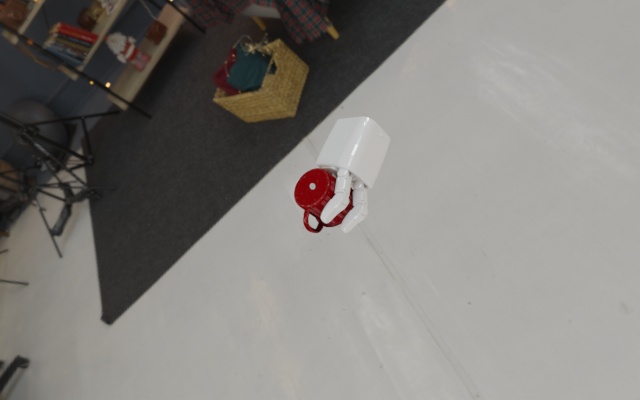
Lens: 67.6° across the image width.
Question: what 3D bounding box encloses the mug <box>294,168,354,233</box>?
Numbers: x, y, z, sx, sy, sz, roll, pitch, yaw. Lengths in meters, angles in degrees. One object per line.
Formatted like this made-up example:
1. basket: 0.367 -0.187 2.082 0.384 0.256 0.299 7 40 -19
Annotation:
1. mug: -0.001 0.004 0.881 0.093 0.117 0.081 13 -16 41
